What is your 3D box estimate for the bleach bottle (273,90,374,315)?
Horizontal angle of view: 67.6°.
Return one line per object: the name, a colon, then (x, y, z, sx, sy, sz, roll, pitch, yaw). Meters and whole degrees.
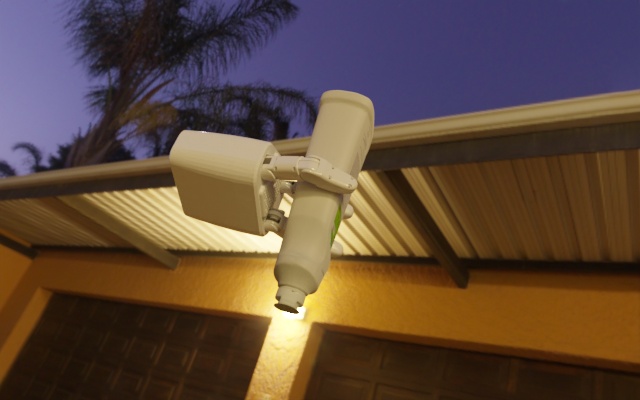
bleach bottle: (0.000, 0.002, 0.537, 0.068, 0.250, 0.103, 12, -29, 13)
